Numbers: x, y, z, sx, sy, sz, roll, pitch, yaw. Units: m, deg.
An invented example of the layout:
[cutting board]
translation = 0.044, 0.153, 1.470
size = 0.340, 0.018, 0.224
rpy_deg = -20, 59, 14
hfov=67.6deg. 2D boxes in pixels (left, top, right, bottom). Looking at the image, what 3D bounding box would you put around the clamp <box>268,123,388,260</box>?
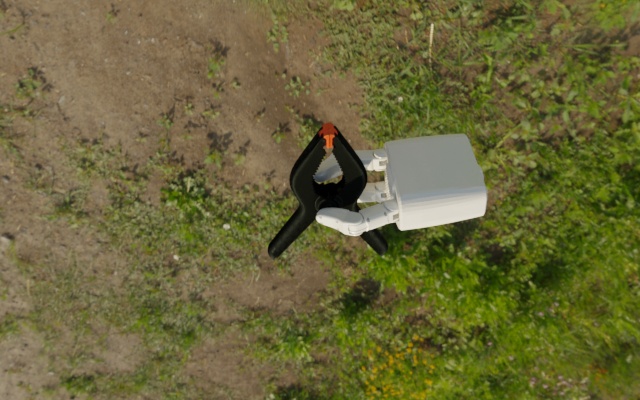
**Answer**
[clamp]
translation = 0.000, 0.002, 0.603
size = 0.164, 0.210, 0.036
rpy_deg = -8, 39, 2
